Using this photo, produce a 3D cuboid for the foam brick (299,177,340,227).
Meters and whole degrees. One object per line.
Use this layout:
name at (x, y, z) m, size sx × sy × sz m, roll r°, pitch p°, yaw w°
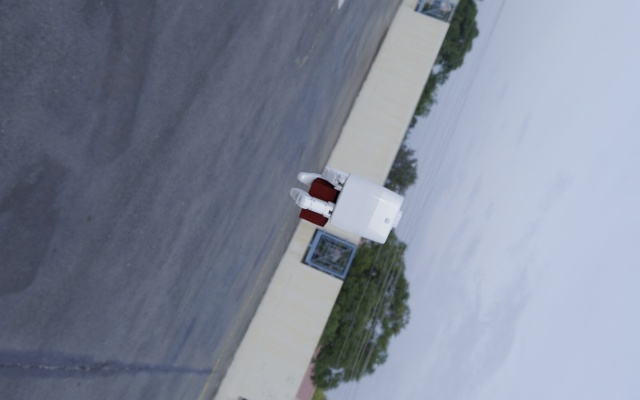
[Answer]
foam brick at (0.000, 0.003, 0.894) m, size 0.051 × 0.078 × 0.053 m, roll 23°, pitch 13°, yaw 5°
